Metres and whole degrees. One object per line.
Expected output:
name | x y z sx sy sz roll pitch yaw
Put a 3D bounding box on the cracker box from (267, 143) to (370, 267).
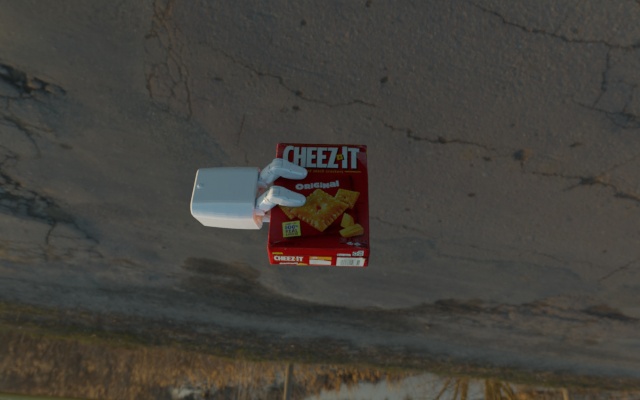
cracker box | 0.000 0.003 0.818 0.164 0.213 0.072 2 -32 0
